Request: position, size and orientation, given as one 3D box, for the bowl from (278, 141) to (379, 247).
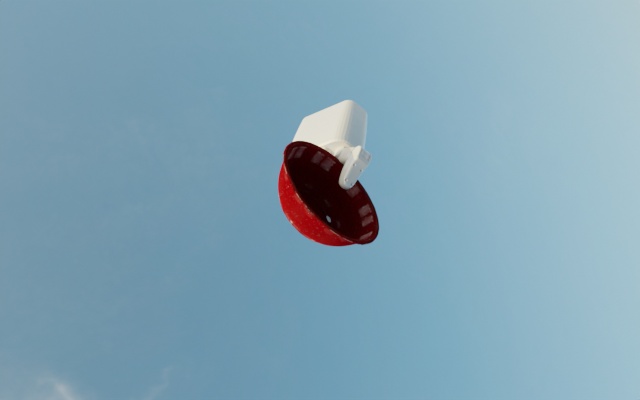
[{"bbox_3d":[0.000,0.003,0.610,0.055,0.162,0.162,-42,-22,27],"label":"bowl"}]
